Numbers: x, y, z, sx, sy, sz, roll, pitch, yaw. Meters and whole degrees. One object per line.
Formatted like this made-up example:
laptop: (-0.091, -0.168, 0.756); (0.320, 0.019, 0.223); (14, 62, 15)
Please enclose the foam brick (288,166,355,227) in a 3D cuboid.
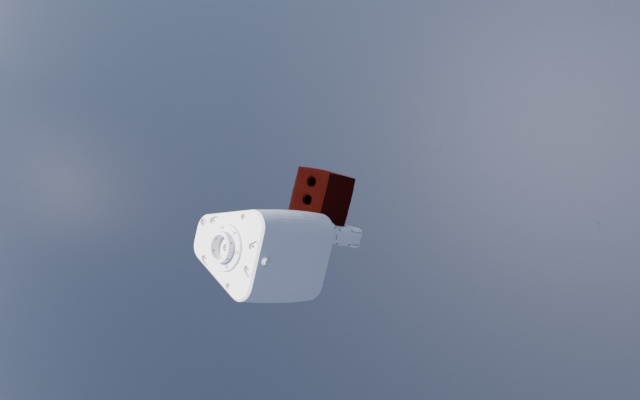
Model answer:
foam brick: (0.000, 0.002, 0.579); (0.053, 0.078, 0.051); (16, 5, 41)
